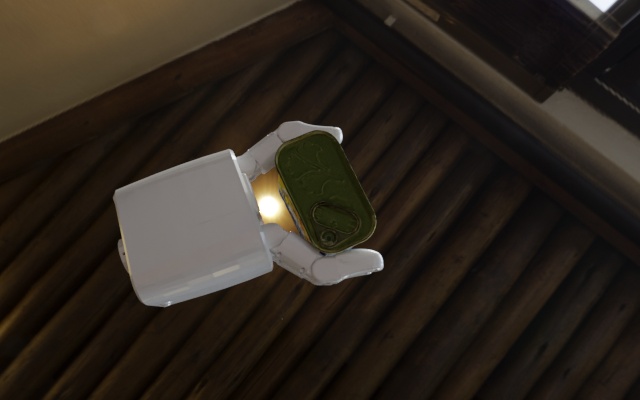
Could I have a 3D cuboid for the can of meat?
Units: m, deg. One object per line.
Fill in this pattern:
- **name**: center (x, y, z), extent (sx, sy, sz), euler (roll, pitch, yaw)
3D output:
- **can of meat**: center (0.000, 0.001, 0.426), extent (0.057, 0.102, 0.084), euler (-24, -11, -11)
